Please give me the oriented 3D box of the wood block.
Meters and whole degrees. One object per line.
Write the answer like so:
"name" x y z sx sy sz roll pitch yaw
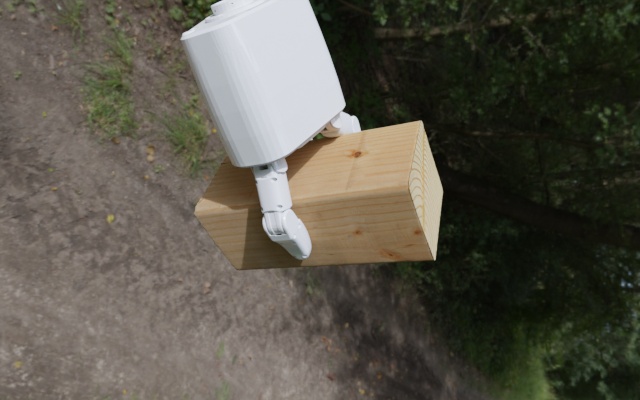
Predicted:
"wood block" 0.000 0.001 0.453 0.206 0.090 0.090 -7 41 26
